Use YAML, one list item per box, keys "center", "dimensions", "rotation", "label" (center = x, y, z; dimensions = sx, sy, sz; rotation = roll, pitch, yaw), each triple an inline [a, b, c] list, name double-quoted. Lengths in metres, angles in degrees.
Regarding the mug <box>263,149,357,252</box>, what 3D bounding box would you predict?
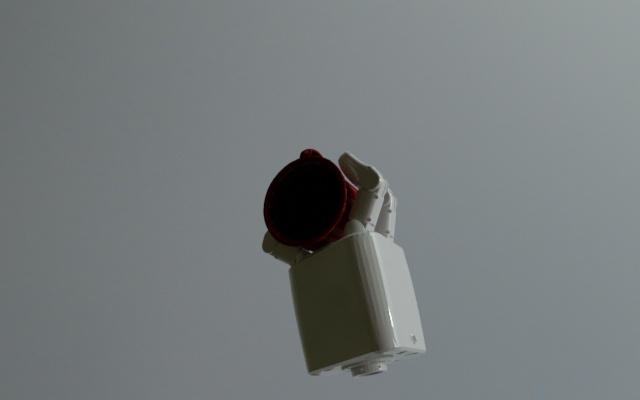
- center: [0.000, 0.000, 0.498]
  dimensions: [0.093, 0.117, 0.081]
  rotation: [-21, -28, 22]
  label: "mug"
